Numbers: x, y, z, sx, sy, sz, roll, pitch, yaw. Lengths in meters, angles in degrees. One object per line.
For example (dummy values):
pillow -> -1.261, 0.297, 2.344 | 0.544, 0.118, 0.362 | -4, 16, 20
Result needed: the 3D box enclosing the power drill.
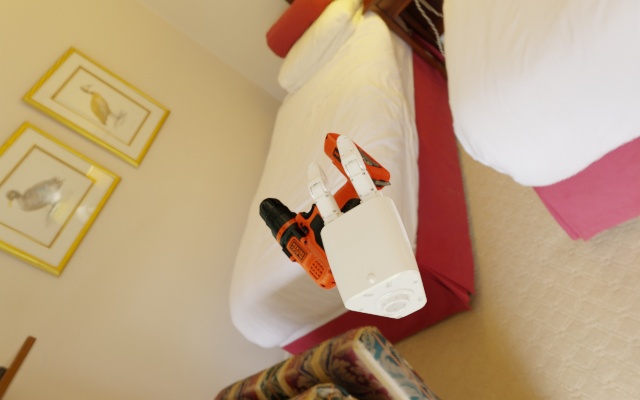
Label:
power drill -> 0.000, 0.002, 0.677 | 0.057, 0.188, 0.184 | 2, 35, -50
